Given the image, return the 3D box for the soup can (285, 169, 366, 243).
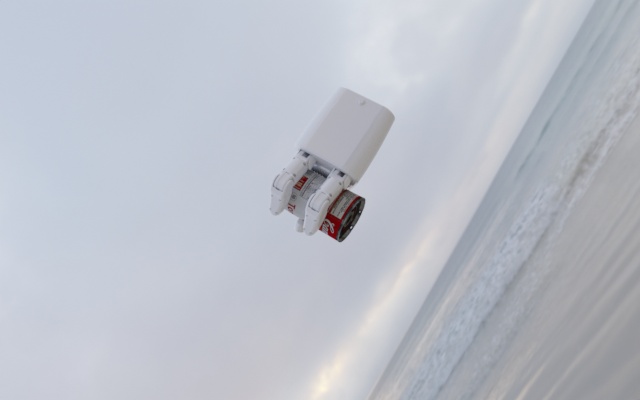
[{"bbox_3d":[0.000,0.002,0.644,0.102,0.068,0.068,30,9,16],"label":"soup can"}]
